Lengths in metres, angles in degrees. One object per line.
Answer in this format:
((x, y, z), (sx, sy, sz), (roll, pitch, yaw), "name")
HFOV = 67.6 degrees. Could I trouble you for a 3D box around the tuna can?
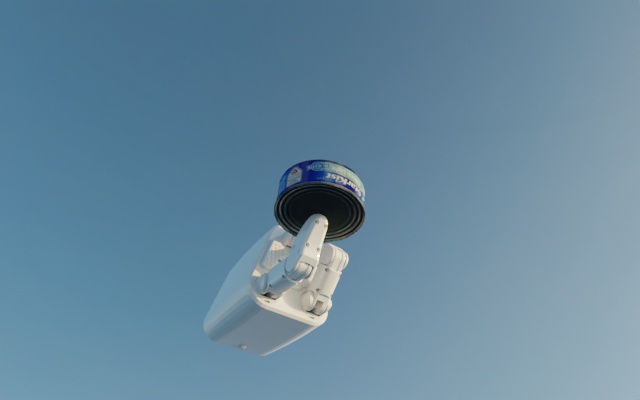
((0.000, 0.001, 0.457), (0.086, 0.033, 0.086), (3, -42, 2), "tuna can")
